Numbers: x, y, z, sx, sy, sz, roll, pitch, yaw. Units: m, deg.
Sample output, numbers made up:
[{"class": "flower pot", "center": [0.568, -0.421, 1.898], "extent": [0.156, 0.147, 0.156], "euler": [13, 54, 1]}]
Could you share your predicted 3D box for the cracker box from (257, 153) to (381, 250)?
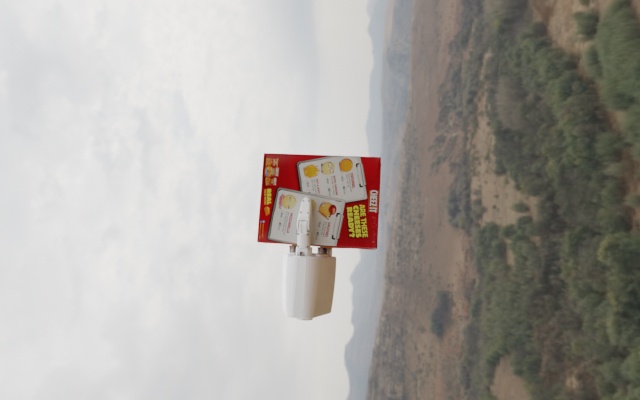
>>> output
[{"class": "cracker box", "center": [0.000, 0.003, 0.871], "extent": [0.213, 0.164, 0.072], "euler": [3, -6, 8]}]
